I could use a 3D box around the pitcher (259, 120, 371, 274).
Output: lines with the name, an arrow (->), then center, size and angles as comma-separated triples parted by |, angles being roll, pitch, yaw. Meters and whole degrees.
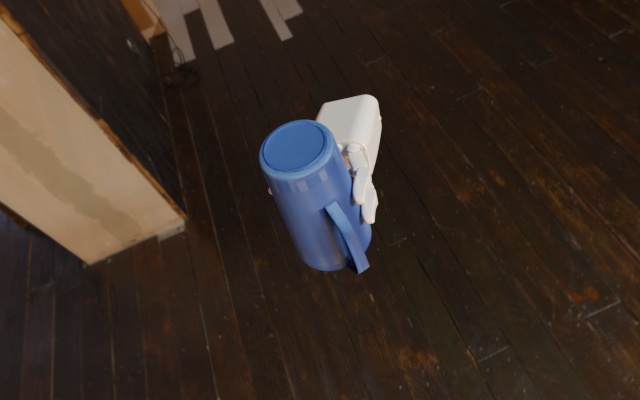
pitcher -> 0.000, 0.002, 0.725 | 0.149, 0.145, 0.243 | 4, -34, 20
